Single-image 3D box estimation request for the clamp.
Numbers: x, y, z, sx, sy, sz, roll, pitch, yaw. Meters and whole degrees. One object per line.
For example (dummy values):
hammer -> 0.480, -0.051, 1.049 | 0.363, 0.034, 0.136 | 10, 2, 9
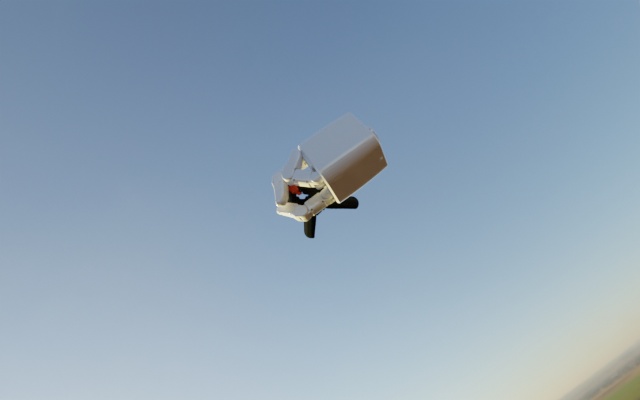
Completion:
clamp -> 0.000, 0.002, 0.855 | 0.120, 0.039, 0.171 | -35, -32, 0
